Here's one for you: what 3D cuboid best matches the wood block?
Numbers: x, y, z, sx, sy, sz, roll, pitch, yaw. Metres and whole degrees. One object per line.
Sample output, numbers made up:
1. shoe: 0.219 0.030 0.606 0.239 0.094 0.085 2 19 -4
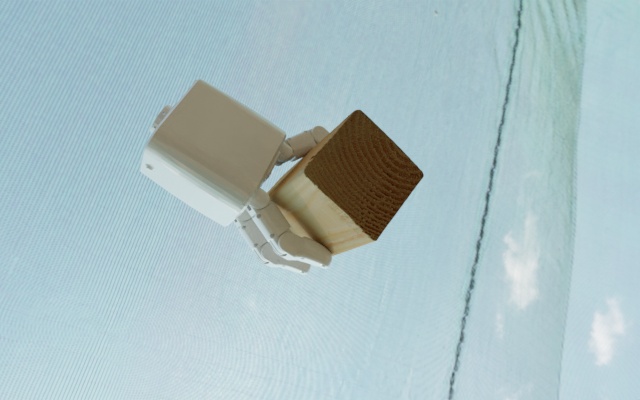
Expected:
1. wood block: 0.000 0.001 0.506 0.090 0.090 0.206 43 -27 -8
